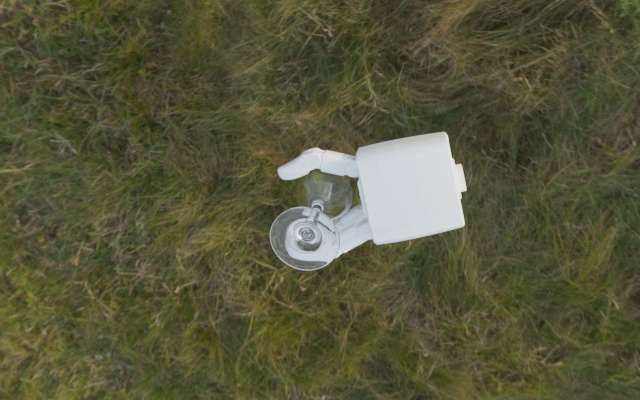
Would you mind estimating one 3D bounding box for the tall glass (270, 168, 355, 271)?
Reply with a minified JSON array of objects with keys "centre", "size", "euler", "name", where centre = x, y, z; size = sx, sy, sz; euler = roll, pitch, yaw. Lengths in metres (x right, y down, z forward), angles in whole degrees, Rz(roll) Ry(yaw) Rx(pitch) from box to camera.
[{"centre":[0.000,0.002,0.584],"size":[0.079,0.079,0.201],"euler":[0,23,10],"name":"tall glass"}]
